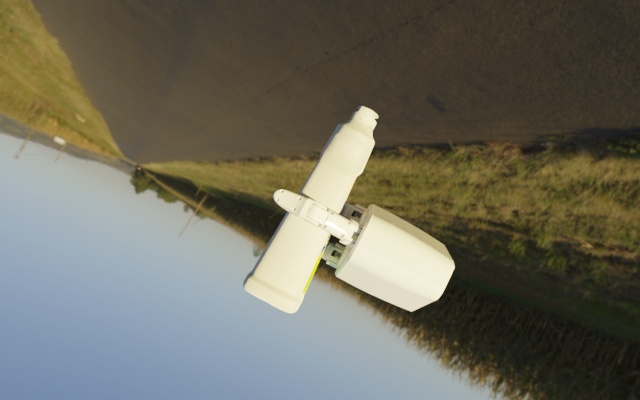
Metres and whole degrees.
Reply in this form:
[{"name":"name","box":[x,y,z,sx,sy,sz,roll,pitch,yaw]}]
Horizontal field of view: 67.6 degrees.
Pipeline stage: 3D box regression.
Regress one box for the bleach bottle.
[{"name":"bleach bottle","box":[0.000,0.002,0.560,0.068,0.251,0.102,27,-6,2]}]
